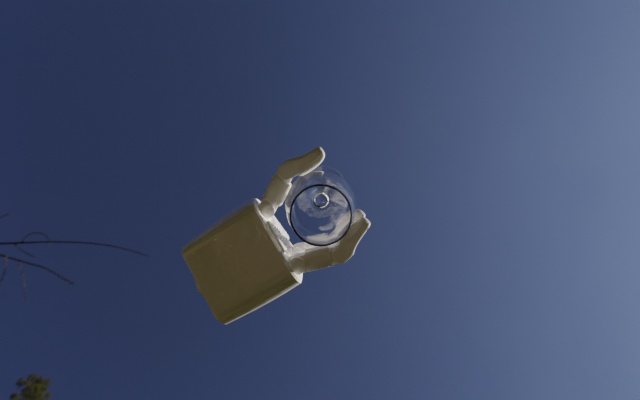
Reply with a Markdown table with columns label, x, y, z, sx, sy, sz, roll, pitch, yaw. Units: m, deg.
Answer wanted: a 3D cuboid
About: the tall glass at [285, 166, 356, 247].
| label | x | y | z | sx | sy | sz | roll | pitch | yaw |
| --- | --- | --- | --- | --- | --- | --- | --- | --- | --- |
| tall glass | 0.000 | 0.002 | 0.562 | 0.079 | 0.079 | 0.201 | 0 | 7 | 0 |
